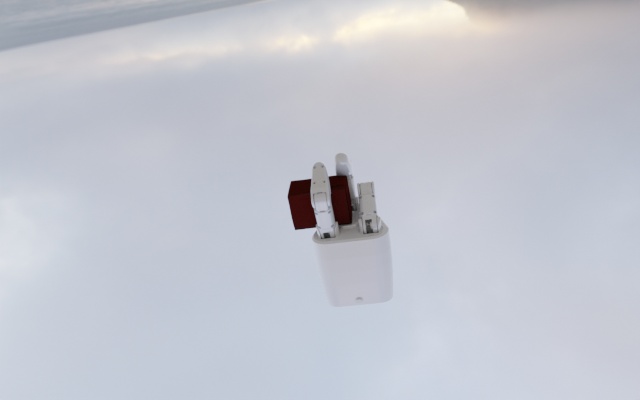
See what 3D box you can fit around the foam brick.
[{"bbox_3d":[0.000,0.002,0.630,0.078,0.051,0.053,-7,25,8],"label":"foam brick"}]
